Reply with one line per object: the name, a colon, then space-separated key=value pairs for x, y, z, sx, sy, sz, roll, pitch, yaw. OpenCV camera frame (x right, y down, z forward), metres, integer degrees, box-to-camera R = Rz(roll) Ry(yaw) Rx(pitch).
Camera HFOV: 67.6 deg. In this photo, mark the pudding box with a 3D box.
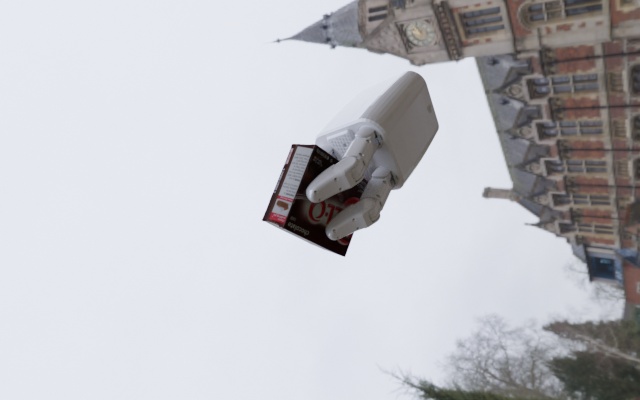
pudding box: x=0.000 y=0.002 z=0.510 sx=0.039 sy=0.090 sz=0.113 roll=12 pitch=-12 yaw=43
